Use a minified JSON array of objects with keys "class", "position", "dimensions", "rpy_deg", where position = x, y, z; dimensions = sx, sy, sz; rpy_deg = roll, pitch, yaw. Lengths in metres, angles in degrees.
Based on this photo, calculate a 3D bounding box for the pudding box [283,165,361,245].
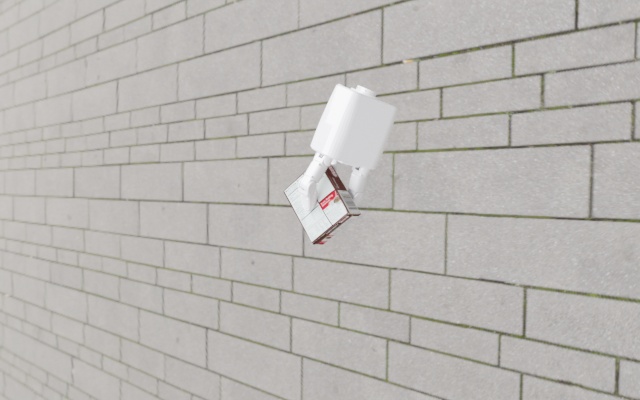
[{"class":"pudding box","position":[0.000,0.003,0.785],"dimensions":[0.090,0.113,0.039],"rpy_deg":[-41,-26,26]}]
